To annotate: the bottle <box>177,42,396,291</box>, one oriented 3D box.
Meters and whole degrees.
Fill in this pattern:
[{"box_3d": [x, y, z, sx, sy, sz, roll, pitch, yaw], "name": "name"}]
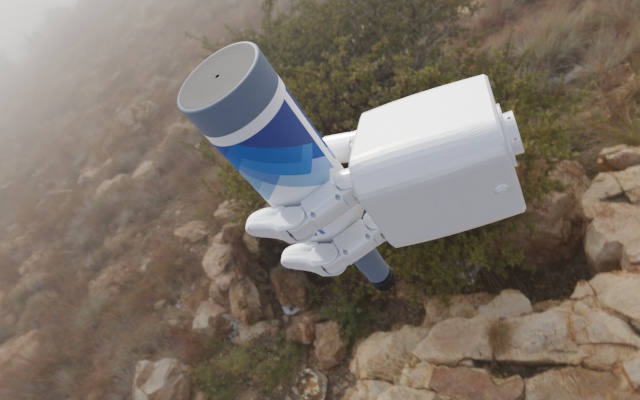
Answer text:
[{"box_3d": [0.000, 0.001, 0.415, 0.069, 0.069, 0.296, 0, -35, 35], "name": "bottle"}]
